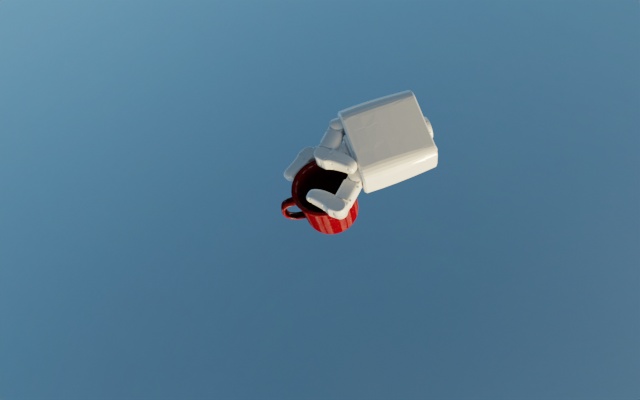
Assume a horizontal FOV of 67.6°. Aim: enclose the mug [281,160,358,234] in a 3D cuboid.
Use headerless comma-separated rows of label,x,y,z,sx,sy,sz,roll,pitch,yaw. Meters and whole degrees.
mug,-0.001,0.003,0.701,0.117,0.093,0.081,-19,-29,2
